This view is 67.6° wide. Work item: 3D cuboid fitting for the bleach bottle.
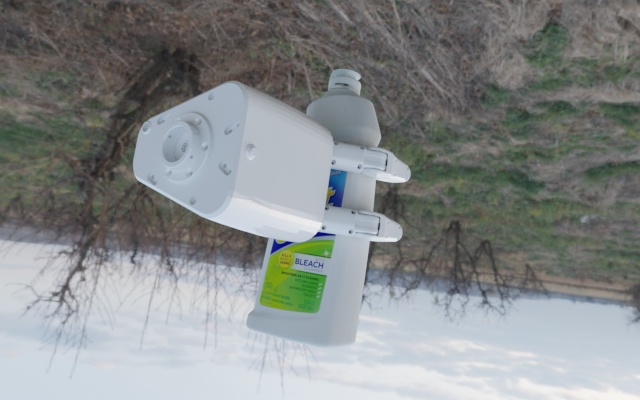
[{"bbox_3d":[0.000,0.002,0.449,0.102,0.251,0.068,3,-9,32],"label":"bleach bottle"}]
